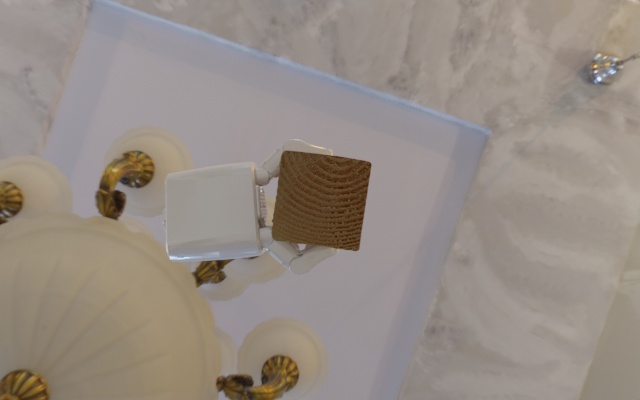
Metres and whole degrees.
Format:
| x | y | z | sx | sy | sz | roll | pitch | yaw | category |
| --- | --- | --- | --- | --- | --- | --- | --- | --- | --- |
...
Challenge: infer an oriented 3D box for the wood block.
| x | y | z | sx | sy | sz | roll | pitch | yaw | category |
| --- | --- | --- | --- | --- | --- | --- | --- | --- | --- |
| 0.000 | 0.001 | 0.564 | 0.090 | 0.091 | 0.206 | 7 | -1 | -1 | wood block |
